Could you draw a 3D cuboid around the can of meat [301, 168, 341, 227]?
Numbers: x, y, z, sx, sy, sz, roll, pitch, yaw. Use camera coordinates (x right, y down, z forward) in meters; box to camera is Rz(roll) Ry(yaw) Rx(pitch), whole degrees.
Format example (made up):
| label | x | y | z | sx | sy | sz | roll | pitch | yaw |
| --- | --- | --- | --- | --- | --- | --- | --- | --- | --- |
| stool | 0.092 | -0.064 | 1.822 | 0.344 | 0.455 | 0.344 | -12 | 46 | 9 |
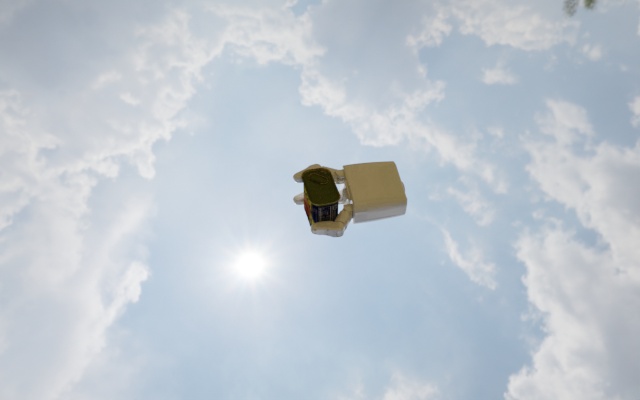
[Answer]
| label | x | y | z | sx | sy | sz | roll | pitch | yaw |
| --- | --- | --- | --- | --- | --- | --- | --- | --- | --- |
| can of meat | 0.000 | 0.003 | 0.898 | 0.057 | 0.084 | 0.102 | -10 | 43 | -10 |
